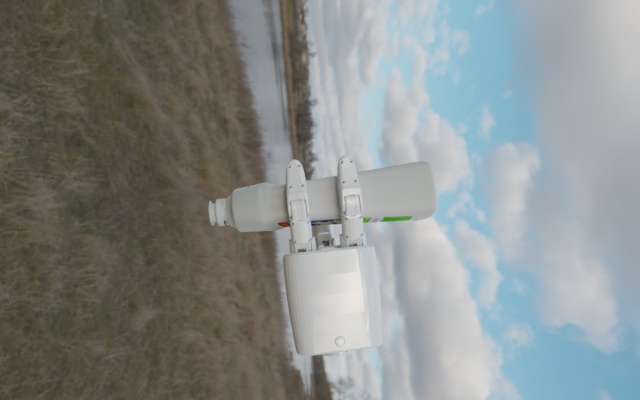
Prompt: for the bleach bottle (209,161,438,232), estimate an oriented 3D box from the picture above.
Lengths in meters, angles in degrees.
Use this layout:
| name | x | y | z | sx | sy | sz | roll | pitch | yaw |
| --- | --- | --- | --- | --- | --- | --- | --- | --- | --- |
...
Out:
| name | x | y | z | sx | sy | sz | roll | pitch | yaw |
| --- | --- | --- | --- | --- | --- | --- | --- | --- | --- |
| bleach bottle | 0.000 | 0.002 | 0.556 | 0.251 | 0.068 | 0.102 | -6 | -6 | -3 |
